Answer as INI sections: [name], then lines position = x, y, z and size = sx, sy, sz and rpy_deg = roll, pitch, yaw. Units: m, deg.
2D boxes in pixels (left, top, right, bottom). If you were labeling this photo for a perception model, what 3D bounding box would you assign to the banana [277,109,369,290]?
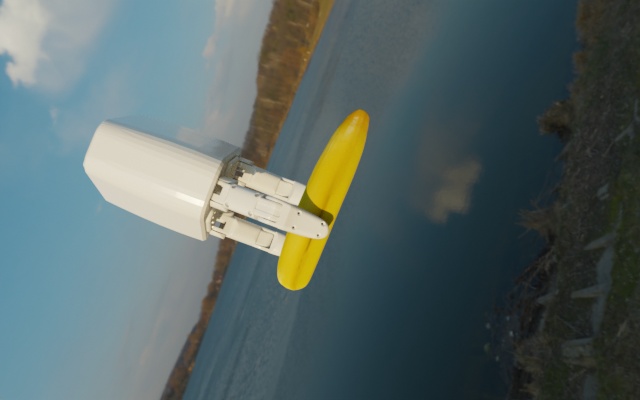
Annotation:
[banana]
position = -0.003, 0.011, 0.441
size = 0.037, 0.198, 0.069
rpy_deg = 22, 21, 0
